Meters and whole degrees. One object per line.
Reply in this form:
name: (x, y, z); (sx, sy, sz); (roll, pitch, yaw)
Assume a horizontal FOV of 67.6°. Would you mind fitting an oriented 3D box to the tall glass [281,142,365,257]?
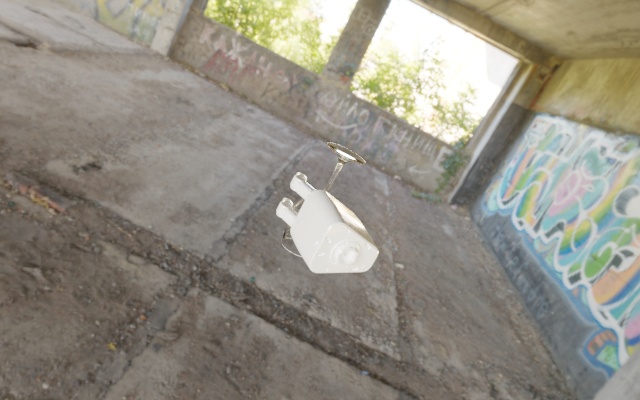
tall glass: (0.000, 0.002, 0.846); (0.079, 0.201, 0.079); (25, 18, -9)
